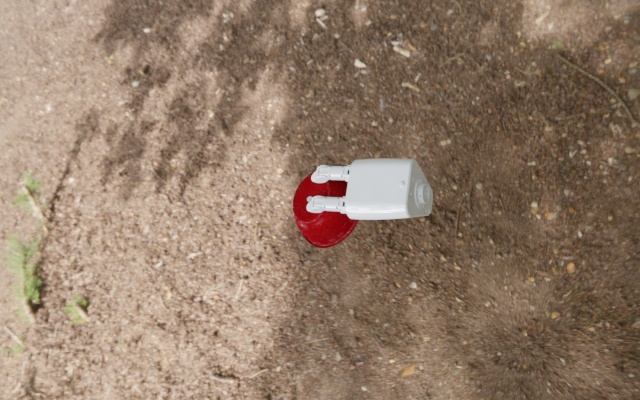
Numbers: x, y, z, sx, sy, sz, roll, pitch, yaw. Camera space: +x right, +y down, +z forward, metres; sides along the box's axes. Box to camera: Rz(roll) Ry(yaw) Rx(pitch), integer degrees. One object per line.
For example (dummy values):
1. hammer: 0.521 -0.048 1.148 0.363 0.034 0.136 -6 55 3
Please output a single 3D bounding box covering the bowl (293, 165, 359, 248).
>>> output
1. bowl: -0.001 0.003 0.873 0.162 0.162 0.055 0 -16 45
